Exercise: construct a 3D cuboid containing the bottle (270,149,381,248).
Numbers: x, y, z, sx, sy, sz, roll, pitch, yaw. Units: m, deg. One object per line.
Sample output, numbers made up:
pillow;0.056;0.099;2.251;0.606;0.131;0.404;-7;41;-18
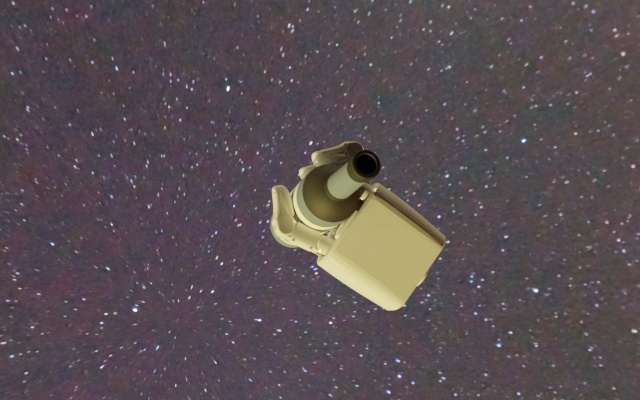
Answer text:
bottle;0.000;0.002;0.555;0.069;0.069;0.296;0;-13;-16
